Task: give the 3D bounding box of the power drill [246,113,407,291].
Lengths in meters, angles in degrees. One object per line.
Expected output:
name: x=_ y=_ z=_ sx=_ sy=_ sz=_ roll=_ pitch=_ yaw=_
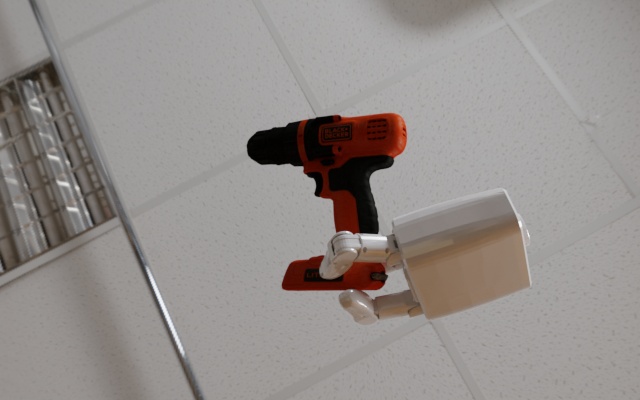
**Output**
power drill: x=0.000 y=0.002 z=0.508 sx=0.184 sy=0.187 sz=0.057 roll=-4 pitch=-10 yaw=24
